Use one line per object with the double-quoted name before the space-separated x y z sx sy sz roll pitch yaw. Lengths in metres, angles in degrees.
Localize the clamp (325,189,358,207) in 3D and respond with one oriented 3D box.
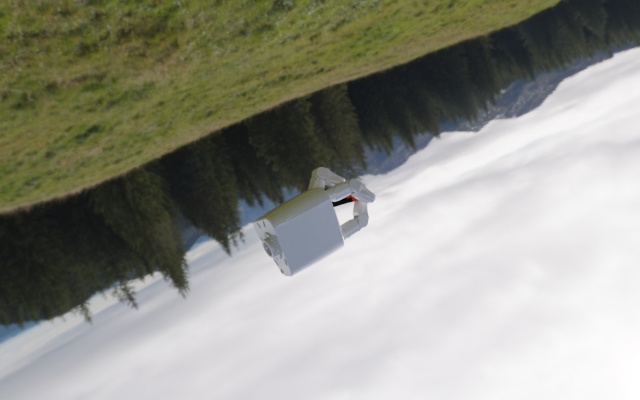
"clamp" 0.001 0.003 0.871 0.120 0.039 0.171 -29 6 -26
